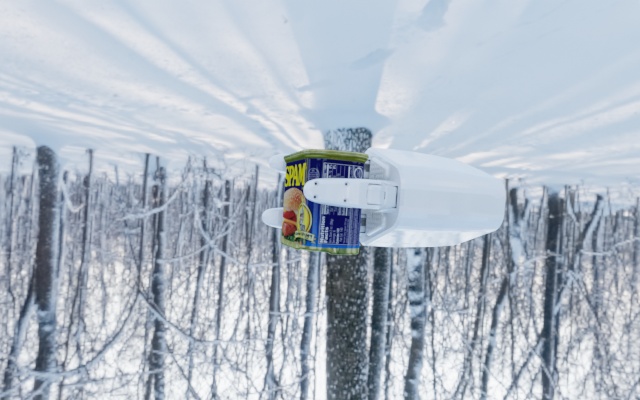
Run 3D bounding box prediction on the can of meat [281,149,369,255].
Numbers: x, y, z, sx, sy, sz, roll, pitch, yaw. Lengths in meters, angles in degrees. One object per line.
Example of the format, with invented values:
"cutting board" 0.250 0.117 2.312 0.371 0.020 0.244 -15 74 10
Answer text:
"can of meat" 0.000 0.002 0.427 0.057 0.084 0.102 4 0 -18
